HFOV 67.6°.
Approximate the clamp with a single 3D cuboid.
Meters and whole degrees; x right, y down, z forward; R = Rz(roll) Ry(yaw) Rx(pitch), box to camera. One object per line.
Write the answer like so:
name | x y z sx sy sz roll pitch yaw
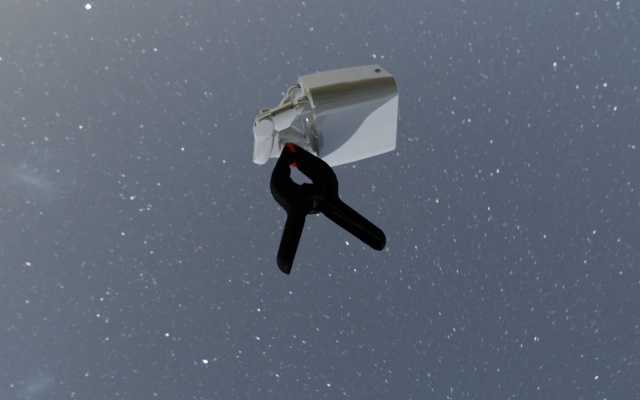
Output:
clamp | 0.000 0.002 0.540 0.120 0.171 0.039 -1 -36 -17
